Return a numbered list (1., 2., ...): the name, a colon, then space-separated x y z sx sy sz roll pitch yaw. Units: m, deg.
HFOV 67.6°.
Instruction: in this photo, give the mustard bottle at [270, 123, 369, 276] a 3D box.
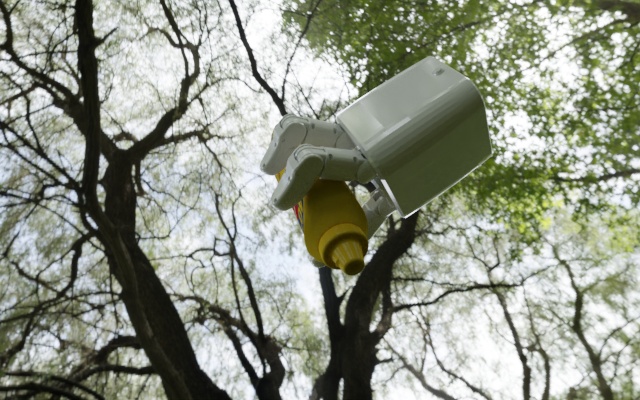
1. mustard bottle: 0.000 0.001 0.451 0.058 0.096 0.191 -15 36 -11
